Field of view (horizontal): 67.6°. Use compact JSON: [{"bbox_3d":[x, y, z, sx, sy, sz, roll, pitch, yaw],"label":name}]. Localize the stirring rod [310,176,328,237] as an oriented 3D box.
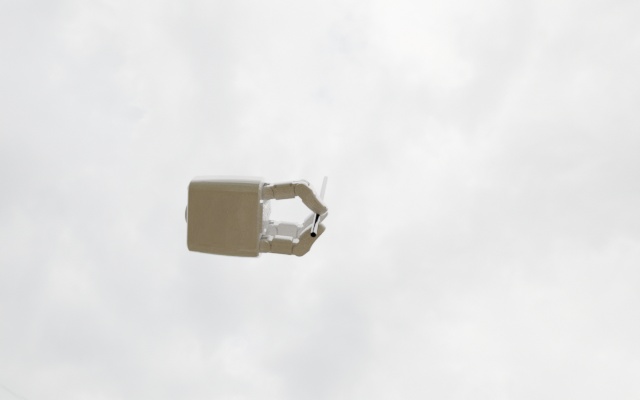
[{"bbox_3d":[0.000,0.002,0.736,0.011,0.011,0.239,0,21,5],"label":"stirring rod"}]
